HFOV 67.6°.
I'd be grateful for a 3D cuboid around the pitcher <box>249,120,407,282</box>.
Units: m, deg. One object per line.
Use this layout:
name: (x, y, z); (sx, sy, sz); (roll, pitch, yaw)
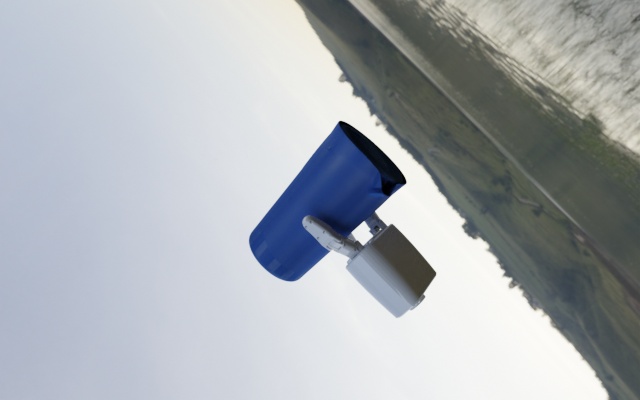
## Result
pitcher: (0.000, 0.003, 0.731); (0.243, 0.145, 0.149); (-47, -6, 19)
